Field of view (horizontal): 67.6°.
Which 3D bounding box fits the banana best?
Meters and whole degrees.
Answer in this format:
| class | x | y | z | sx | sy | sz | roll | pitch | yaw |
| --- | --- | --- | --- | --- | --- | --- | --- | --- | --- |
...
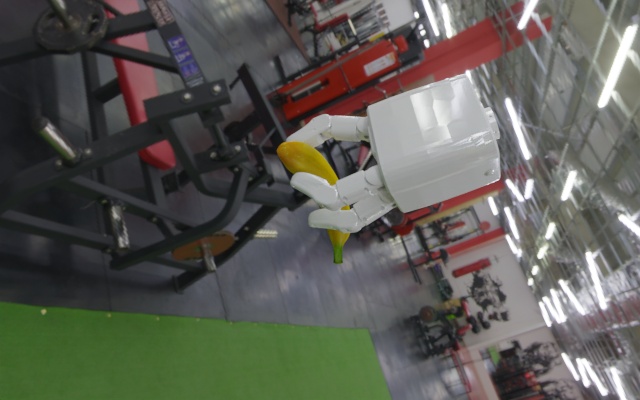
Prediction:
| class | x | y | z | sx | sy | sz | roll | pitch | yaw |
| --- | --- | --- | --- | --- | --- | --- | --- | --- | --- |
| banana | 0.002 | -0.009 | 0.558 | 0.037 | 0.069 | 0.198 | -13 | -46 | 17 |
